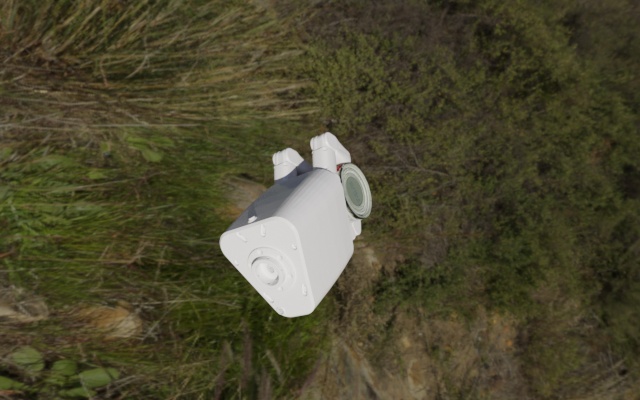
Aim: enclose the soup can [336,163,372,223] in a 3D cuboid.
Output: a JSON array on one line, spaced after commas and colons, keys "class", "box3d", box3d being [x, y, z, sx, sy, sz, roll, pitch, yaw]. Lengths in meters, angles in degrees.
[{"class": "soup can", "box3d": [0.001, 0.002, 0.563, 0.102, 0.068, 0.068, -18, -10, 31]}]
